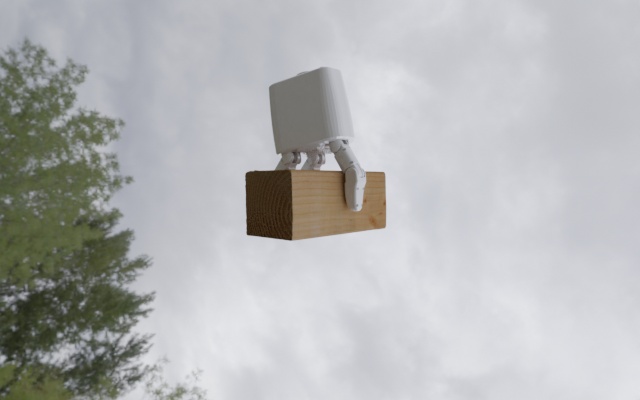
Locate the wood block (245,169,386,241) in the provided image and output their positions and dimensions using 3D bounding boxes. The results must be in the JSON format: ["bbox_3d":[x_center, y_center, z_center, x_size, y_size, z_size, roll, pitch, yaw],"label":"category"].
[{"bbox_3d":[0.000,0.002,0.690,0.091,0.090,0.206,1,3,42],"label":"wood block"}]
